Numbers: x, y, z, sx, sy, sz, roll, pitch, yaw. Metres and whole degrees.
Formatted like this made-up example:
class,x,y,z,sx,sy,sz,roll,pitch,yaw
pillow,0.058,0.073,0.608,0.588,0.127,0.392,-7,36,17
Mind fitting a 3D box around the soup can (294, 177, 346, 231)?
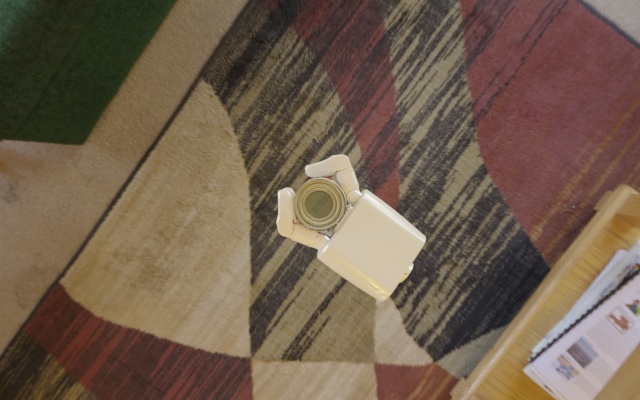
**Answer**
class,x,y,z,sx,sy,sz,roll,pitch,yaw
soup can,0.000,0.002,0.647,0.068,0.068,0.102,0,4,2
